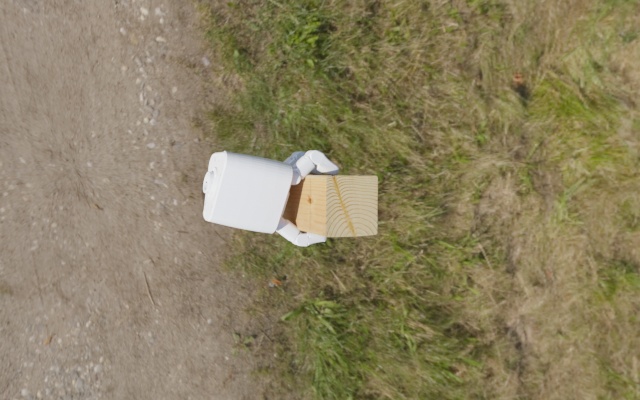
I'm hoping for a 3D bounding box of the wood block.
[{"bbox_3d":[0.000,0.003,0.784,0.090,0.091,0.206,-1,4,-27],"label":"wood block"}]
